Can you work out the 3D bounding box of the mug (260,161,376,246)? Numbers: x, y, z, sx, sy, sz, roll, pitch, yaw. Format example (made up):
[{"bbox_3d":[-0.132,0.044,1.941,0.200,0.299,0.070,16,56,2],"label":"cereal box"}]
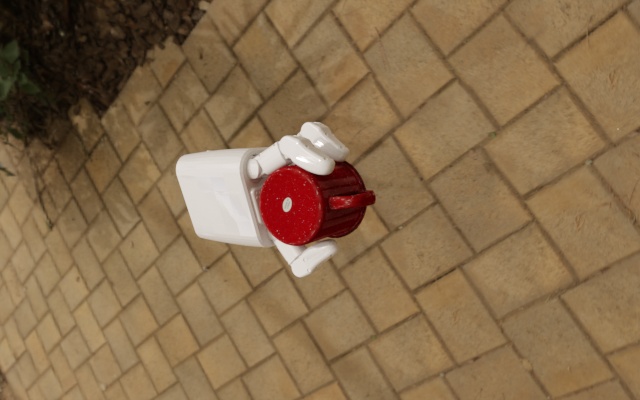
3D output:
[{"bbox_3d":[0.001,0.002,0.499,0.117,0.093,0.081,0,8,33],"label":"mug"}]
